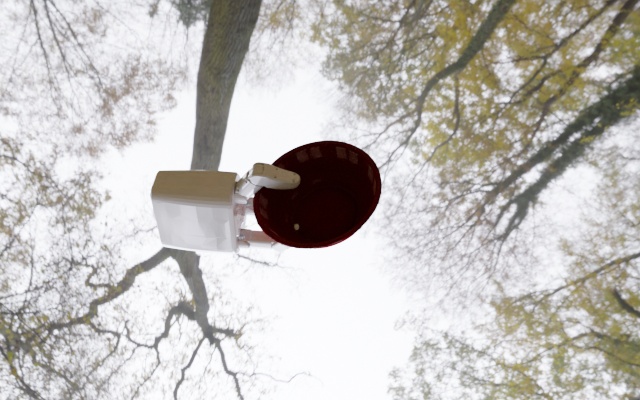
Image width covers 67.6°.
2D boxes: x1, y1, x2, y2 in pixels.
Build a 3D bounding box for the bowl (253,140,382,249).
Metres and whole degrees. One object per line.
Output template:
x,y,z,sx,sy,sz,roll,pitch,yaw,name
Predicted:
0.001,0.002,0.599,0.162,0.162,0.055,0,-35,17,bowl
